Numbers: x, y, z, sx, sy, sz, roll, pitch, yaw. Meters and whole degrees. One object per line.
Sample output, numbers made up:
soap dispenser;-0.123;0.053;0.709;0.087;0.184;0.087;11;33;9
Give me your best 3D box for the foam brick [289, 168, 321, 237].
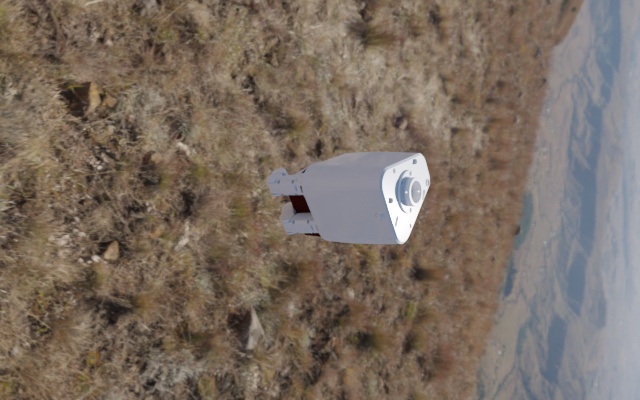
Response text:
foam brick;0.000;0.002;0.620;0.051;0.078;0.053;2;34;39
